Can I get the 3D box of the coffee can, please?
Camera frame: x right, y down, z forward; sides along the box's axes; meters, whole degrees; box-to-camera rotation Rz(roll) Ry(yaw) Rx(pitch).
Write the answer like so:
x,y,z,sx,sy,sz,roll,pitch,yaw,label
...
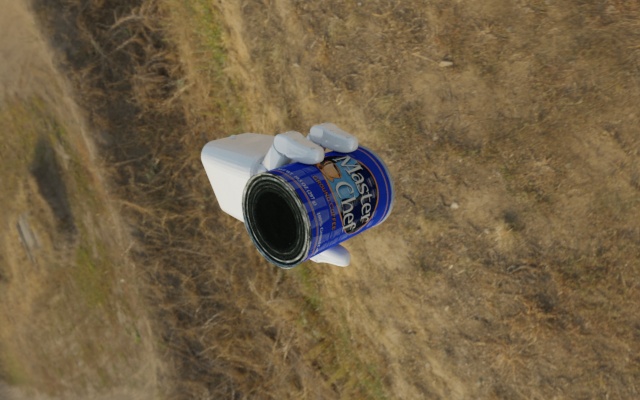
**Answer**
x,y,z,sx,sy,sz,roll,pitch,yaw,label
0.000,0.002,0.526,0.103,0.103,0.140,0,16,45,coffee can
